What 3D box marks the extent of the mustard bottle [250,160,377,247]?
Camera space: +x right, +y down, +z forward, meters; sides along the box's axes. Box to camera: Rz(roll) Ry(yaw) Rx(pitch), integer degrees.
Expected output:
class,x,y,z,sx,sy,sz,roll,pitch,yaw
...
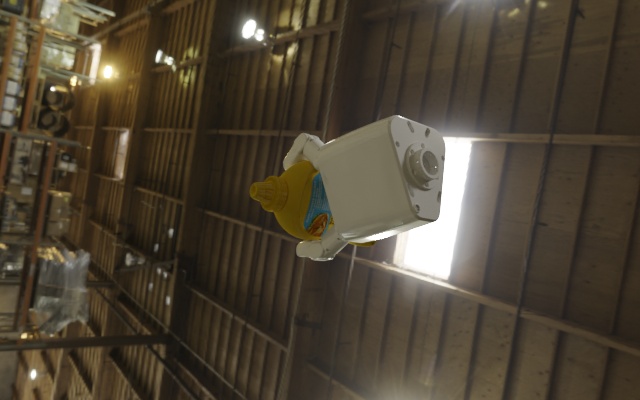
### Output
class,x,y,z,sx,sy,sz,roll,pitch,yaw
mustard bottle,0.000,0.002,0.589,0.191,0.096,0.058,10,5,-38
